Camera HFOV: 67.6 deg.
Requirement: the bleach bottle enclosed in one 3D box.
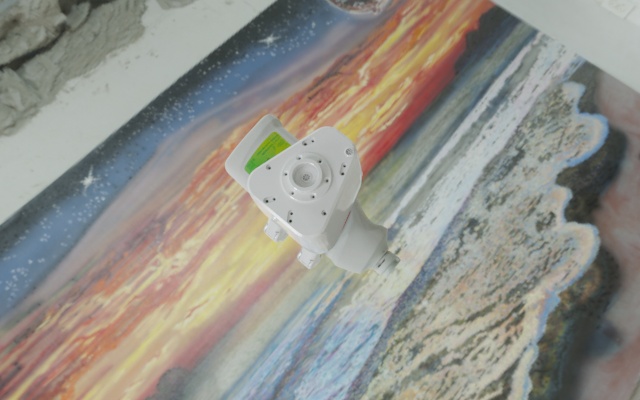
[{"bbox_3d":[0.000,0.002,0.616,0.251,0.102,0.068,39,-7,12],"label":"bleach bottle"}]
